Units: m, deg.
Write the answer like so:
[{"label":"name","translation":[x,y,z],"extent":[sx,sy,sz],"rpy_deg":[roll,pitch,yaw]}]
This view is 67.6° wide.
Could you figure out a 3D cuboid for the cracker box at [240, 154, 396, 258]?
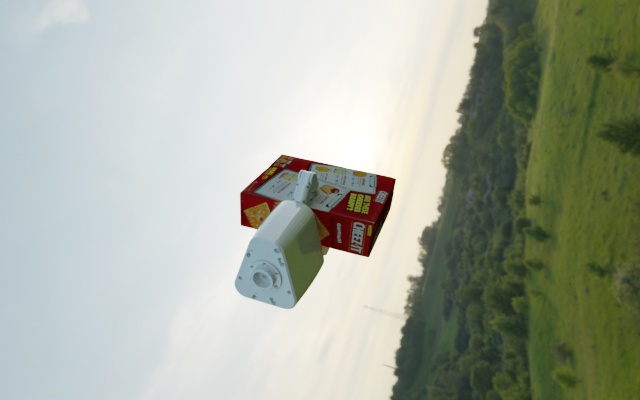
[{"label":"cracker box","translation":[0.000,0.002,0.780],"extent":[0.213,0.072,0.164],"rpy_deg":[13,30,14]}]
